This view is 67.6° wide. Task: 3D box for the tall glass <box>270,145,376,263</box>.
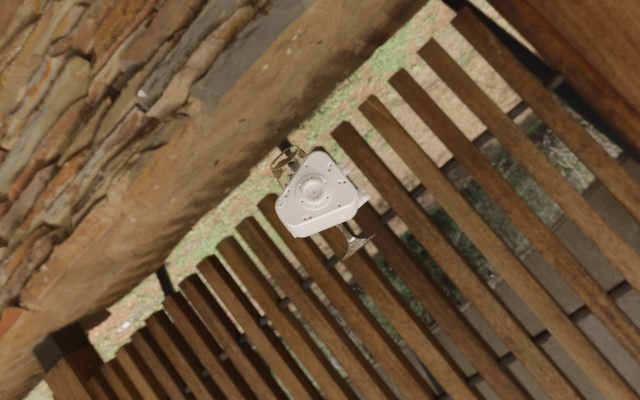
[{"bbox_3d":[0.001,0.003,0.794,0.079,0.201,0.079,-38,-9,-7],"label":"tall glass"}]
